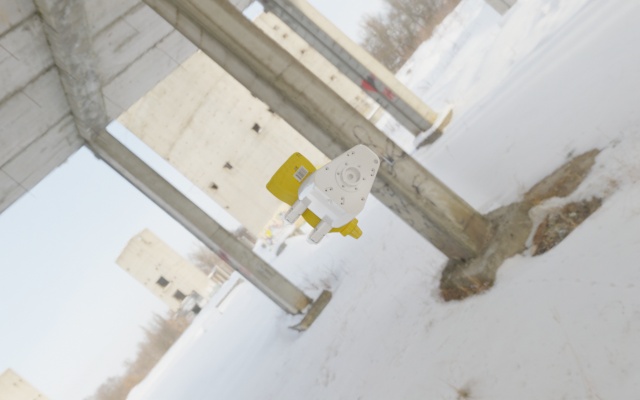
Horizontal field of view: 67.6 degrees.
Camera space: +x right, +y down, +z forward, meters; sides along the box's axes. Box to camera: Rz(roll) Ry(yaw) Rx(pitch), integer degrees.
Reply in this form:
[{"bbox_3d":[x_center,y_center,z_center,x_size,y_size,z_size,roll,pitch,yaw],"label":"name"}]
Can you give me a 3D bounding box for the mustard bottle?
[{"bbox_3d":[0.000,0.003,0.869,0.096,0.191,0.058,-52,4,-41],"label":"mustard bottle"}]
